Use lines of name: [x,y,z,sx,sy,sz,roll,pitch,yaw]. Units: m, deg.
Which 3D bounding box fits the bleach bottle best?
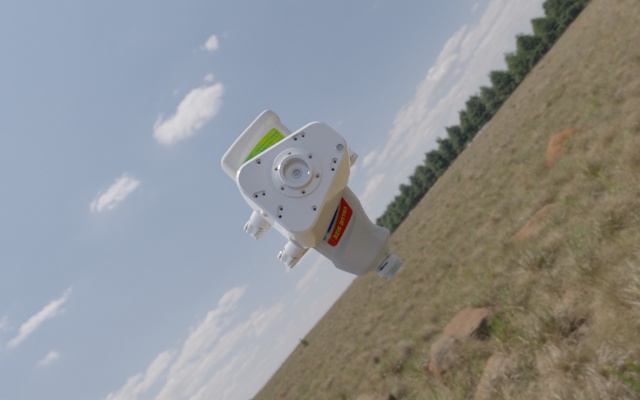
bleach bottle: [0.000,0.002,0.596,0.251,0.102,0.068,39,-9,9]
